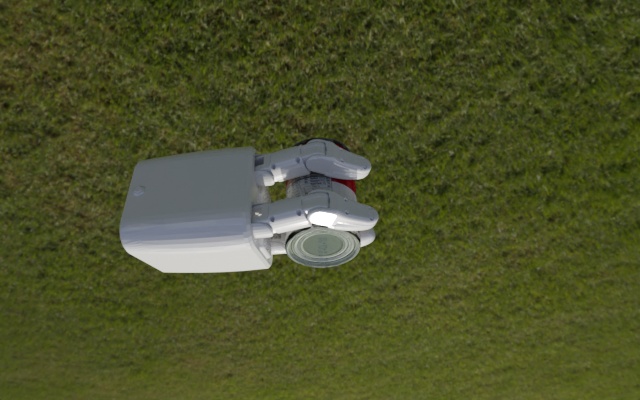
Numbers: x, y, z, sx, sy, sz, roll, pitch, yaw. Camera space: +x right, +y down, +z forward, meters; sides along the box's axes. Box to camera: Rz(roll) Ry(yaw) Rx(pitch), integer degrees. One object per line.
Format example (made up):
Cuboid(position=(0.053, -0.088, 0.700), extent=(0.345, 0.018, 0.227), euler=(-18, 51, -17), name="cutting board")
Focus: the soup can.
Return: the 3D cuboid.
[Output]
Cuboid(position=(0.001, 0.002, 0.441), extent=(0.068, 0.102, 0.069), euler=(-2, -38, -1), name="soup can")
